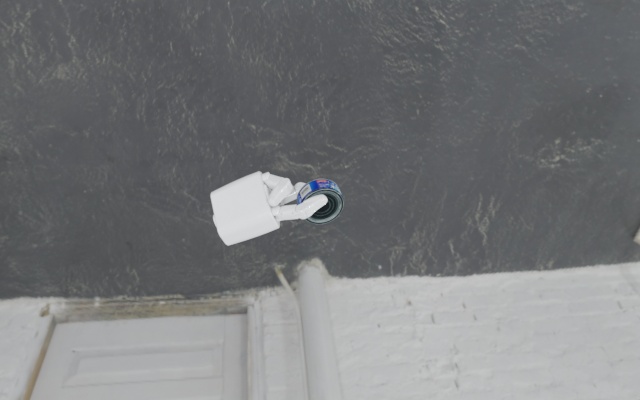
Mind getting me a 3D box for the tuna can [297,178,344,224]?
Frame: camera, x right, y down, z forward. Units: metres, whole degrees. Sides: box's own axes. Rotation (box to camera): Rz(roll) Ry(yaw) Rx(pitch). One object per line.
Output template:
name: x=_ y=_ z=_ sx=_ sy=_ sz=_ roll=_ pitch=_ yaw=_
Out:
tuna can: x=0.000 y=0.003 z=0.898 sx=0.086 sy=0.086 sz=0.033 roll=0 pitch=36 yaw=-16
